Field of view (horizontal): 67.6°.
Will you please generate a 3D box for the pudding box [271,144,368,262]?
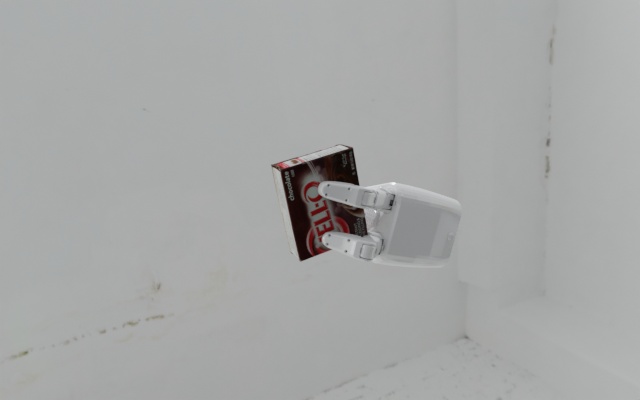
[{"bbox_3d":[0.000,0.002,0.544,0.090,0.113,0.039,-20,19,-21],"label":"pudding box"}]
